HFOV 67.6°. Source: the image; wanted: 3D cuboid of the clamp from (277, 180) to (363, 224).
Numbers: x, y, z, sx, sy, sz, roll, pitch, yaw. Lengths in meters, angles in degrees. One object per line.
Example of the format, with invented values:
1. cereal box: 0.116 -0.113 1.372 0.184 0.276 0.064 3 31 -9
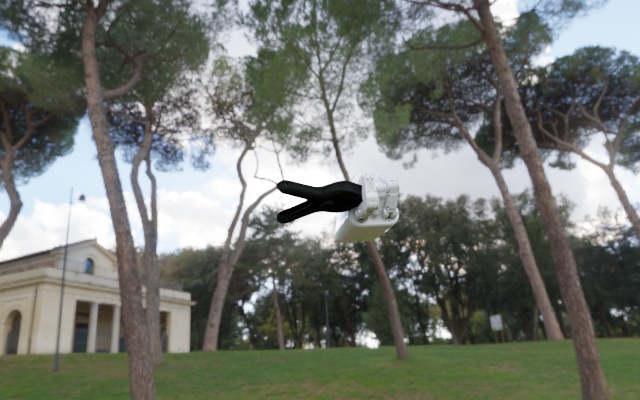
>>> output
1. clamp: 0.000 0.002 0.836 0.171 0.039 0.120 1 -27 -15
